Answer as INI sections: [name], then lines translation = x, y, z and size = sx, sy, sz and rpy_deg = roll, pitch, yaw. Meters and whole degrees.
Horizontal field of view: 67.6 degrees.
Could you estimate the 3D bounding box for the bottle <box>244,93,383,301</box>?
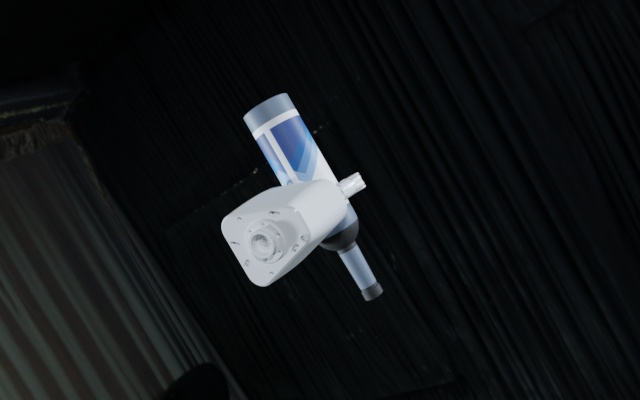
[bottle]
translation = 0.000, 0.002, 0.641
size = 0.069, 0.296, 0.069
rpy_deg = -30, 3, 2
